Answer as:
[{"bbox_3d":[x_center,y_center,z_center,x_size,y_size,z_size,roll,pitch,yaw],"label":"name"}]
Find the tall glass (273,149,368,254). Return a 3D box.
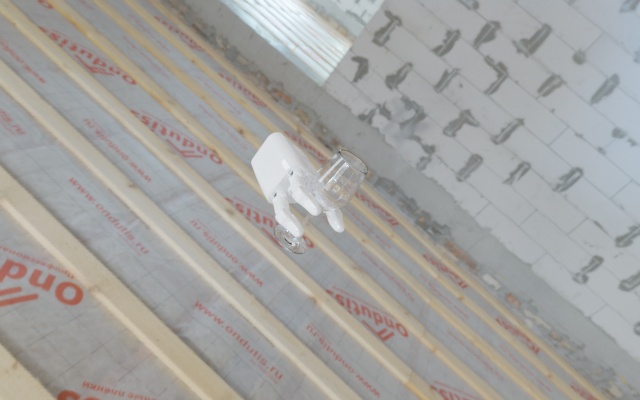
[{"bbox_3d":[0.000,0.003,0.859,0.079,0.201,0.079,32,25,-17],"label":"tall glass"}]
